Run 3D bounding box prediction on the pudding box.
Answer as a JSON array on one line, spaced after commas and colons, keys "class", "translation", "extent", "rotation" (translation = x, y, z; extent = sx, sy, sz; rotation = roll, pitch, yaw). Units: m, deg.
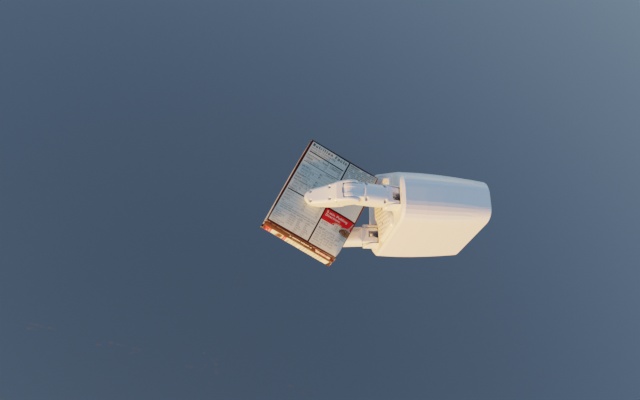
[{"class": "pudding box", "translation": [0.000, 0.002, 0.533], "extent": [0.090, 0.113, 0.039], "rotation": [30, -22, -3]}]
